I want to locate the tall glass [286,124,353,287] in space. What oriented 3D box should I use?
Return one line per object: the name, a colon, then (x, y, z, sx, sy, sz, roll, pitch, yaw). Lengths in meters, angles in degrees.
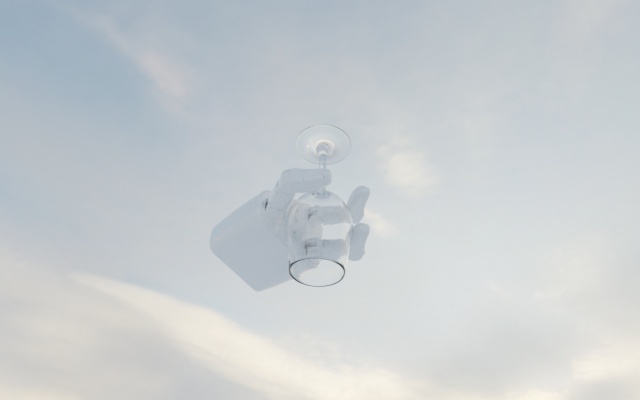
tall glass: (0.000, 0.001, 0.578, 0.079, 0.200, 0.079, 2, -40, 1)
